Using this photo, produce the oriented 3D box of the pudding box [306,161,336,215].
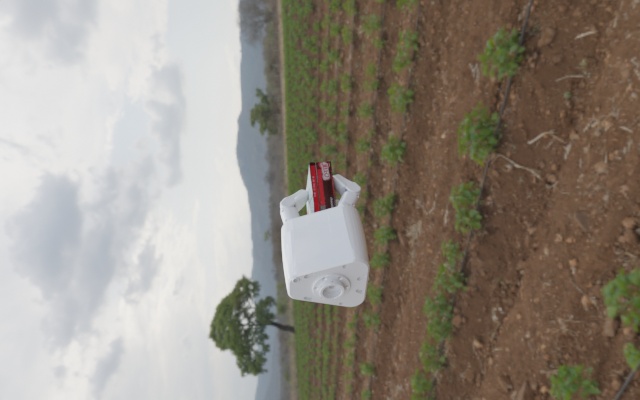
[{"bbox_3d":[0.000,0.003,0.751,0.039,0.090,0.113,-2,-23,-7],"label":"pudding box"}]
